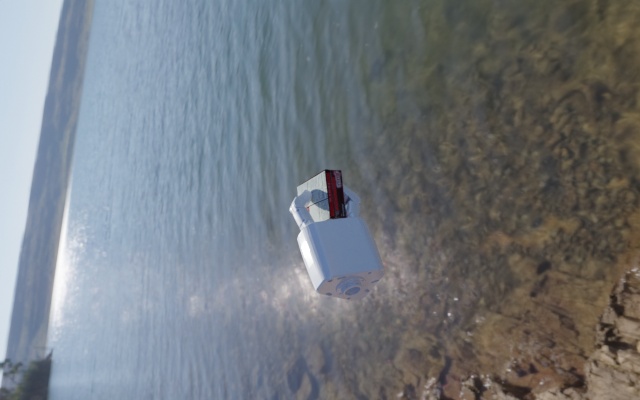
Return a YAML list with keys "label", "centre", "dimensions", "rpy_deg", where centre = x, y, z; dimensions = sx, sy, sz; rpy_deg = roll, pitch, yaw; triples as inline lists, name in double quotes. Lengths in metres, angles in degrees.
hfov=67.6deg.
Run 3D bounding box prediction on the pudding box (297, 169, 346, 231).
- label: "pudding box"
  centre: [0.000, 0.003, 0.851]
  dimensions: [0.039, 0.090, 0.113]
  rpy_deg: [4, -16, -31]
